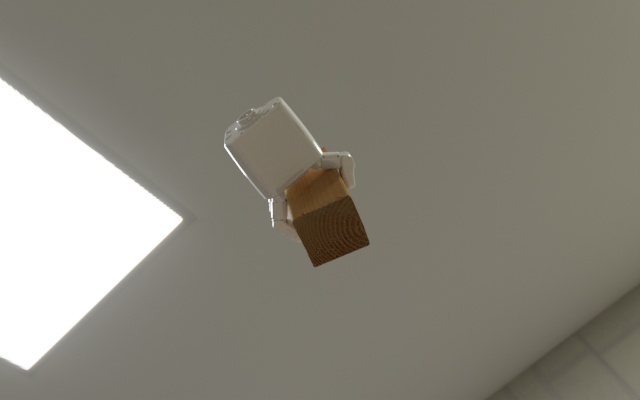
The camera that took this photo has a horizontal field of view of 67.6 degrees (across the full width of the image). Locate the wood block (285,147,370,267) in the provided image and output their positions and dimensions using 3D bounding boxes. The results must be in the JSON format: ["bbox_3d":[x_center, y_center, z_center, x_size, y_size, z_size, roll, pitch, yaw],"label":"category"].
[{"bbox_3d":[0.000,0.002,0.761,0.091,0.090,0.206,-23,27,2],"label":"wood block"}]
